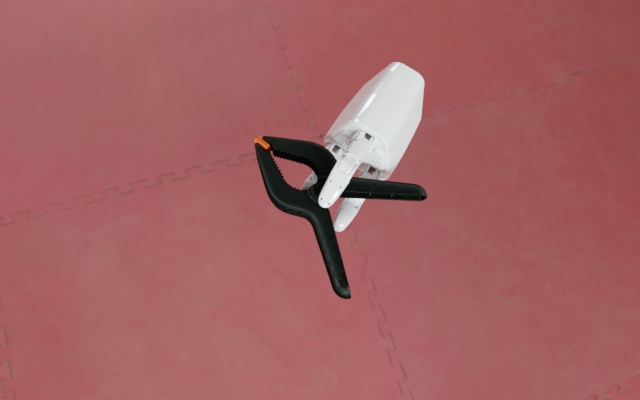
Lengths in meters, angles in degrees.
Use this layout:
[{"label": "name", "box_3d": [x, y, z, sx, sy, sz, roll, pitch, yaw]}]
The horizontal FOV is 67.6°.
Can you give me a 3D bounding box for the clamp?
[{"label": "clamp", "box_3d": [0.000, 0.001, 0.560, 0.210, 0.164, 0.036, 32, -18, 5]}]
